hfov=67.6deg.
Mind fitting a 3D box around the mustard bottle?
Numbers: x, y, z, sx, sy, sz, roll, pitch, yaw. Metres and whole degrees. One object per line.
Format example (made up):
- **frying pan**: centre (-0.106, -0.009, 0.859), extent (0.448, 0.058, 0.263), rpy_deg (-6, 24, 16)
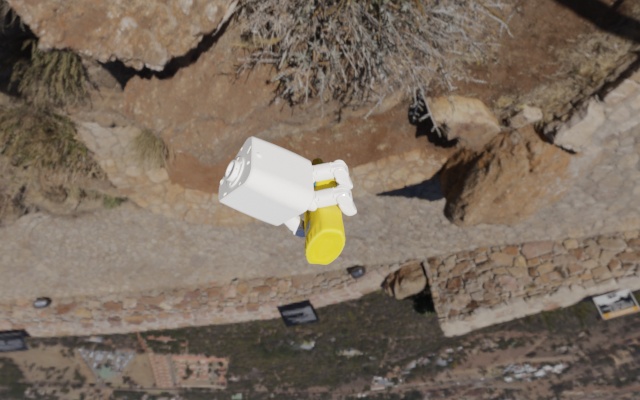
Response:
- **mustard bottle**: centre (0.000, 0.003, 0.786), extent (0.058, 0.191, 0.096), rpy_deg (5, -41, -12)
